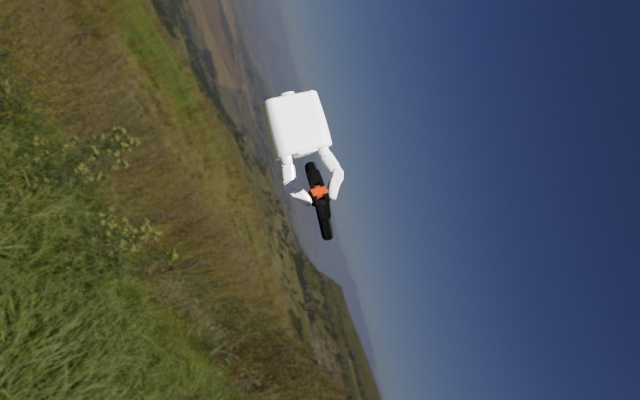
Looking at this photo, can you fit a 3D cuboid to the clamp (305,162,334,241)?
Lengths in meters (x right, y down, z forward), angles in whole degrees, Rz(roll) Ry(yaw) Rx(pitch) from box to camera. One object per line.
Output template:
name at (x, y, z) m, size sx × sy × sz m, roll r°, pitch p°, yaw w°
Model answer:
clamp at (0.001, 0.002, 0.892) m, size 0.036 × 0.164 × 0.210 m, roll -15°, pitch 2°, yaw -2°
